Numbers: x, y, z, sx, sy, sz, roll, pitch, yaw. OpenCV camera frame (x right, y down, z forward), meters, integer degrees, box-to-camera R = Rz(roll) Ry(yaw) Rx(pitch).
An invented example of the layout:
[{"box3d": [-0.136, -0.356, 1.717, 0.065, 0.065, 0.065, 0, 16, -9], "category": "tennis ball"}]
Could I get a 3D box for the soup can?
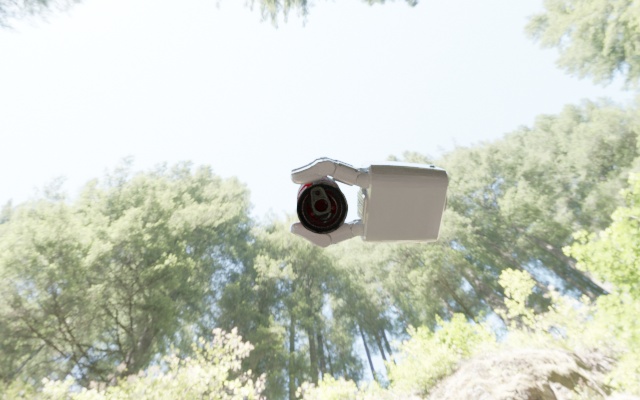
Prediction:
[{"box3d": [0.000, 0.002, 0.665, 0.068, 0.068, 0.102, 0, 10, -3], "category": "soup can"}]
